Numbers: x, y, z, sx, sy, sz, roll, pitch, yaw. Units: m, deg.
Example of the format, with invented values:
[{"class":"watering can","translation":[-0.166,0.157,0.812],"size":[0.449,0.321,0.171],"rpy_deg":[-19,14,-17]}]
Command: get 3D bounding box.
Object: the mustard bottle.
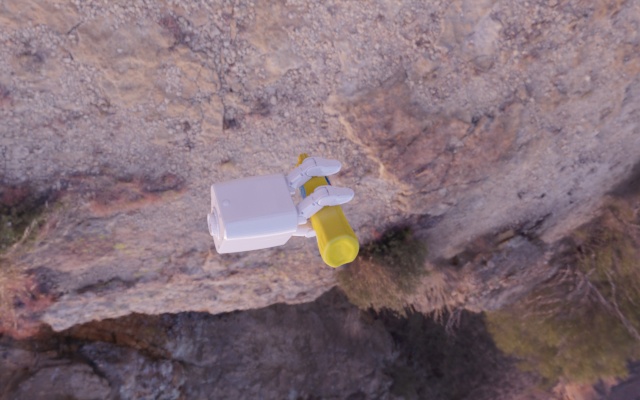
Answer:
[{"class":"mustard bottle","translation":[0.001,0.003,0.745],"size":[0.058,0.191,0.096],"rpy_deg":[-21,-31,-1]}]
